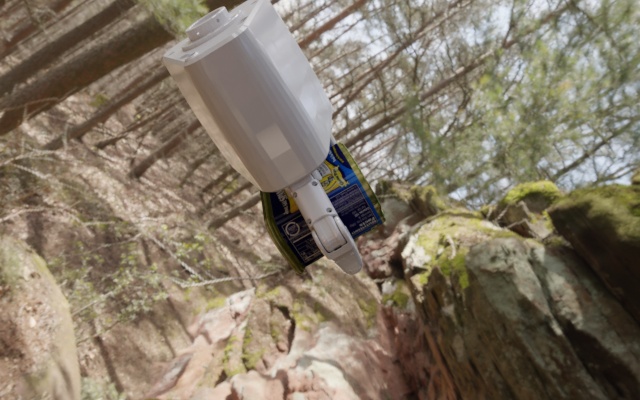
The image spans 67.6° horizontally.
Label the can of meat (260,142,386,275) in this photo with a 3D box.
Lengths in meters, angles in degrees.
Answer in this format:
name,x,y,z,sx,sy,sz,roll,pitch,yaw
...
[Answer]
name,x,y,z,sx,sy,sz,roll,pitch,yaw
can of meat,0.000,0.001,0.402,0.084,0.057,0.102,-30,28,4
